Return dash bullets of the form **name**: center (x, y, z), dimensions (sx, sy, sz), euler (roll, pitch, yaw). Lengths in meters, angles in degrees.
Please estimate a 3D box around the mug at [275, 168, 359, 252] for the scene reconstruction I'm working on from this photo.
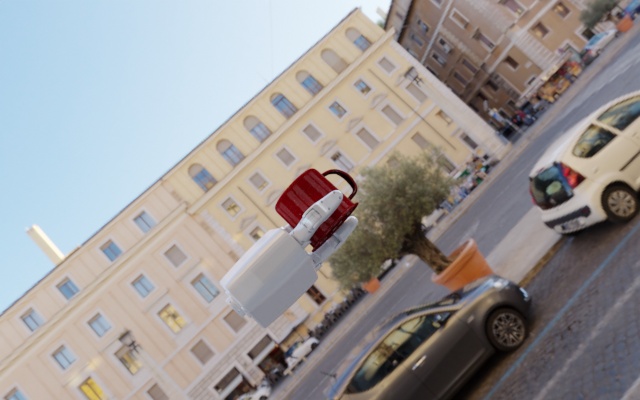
- **mug**: center (0.001, 0.001, 0.660), dimensions (0.117, 0.081, 0.093), euler (-45, -8, -17)
